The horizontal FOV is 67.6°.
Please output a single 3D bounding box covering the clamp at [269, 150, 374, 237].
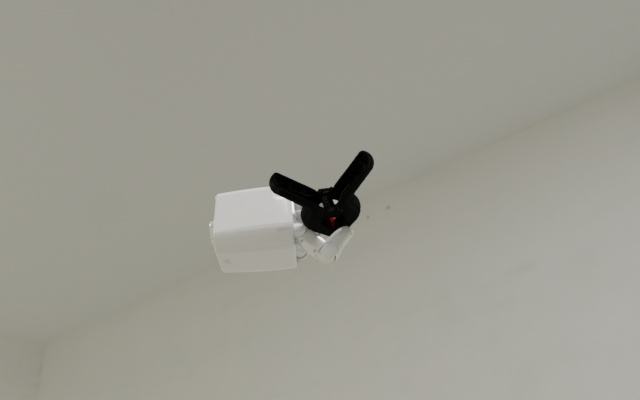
[{"bbox_3d":[0.000,0.002,0.597,0.120,0.039,0.172,-5,-33,-4],"label":"clamp"}]
